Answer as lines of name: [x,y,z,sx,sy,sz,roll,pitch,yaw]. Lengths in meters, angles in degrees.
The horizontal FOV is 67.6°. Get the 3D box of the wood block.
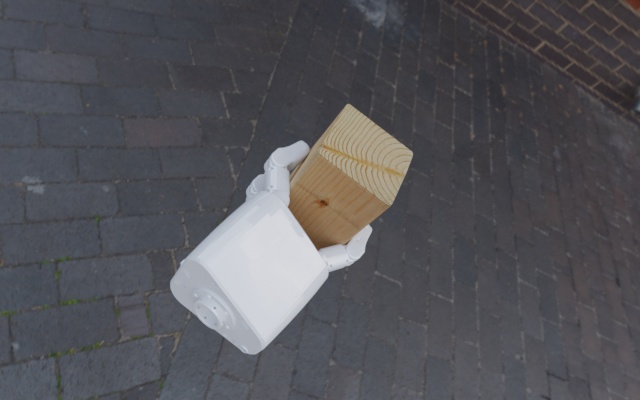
wood block: [0.000,0.002,0.550,0.091,0.090,0.206,36,-41,-7]
